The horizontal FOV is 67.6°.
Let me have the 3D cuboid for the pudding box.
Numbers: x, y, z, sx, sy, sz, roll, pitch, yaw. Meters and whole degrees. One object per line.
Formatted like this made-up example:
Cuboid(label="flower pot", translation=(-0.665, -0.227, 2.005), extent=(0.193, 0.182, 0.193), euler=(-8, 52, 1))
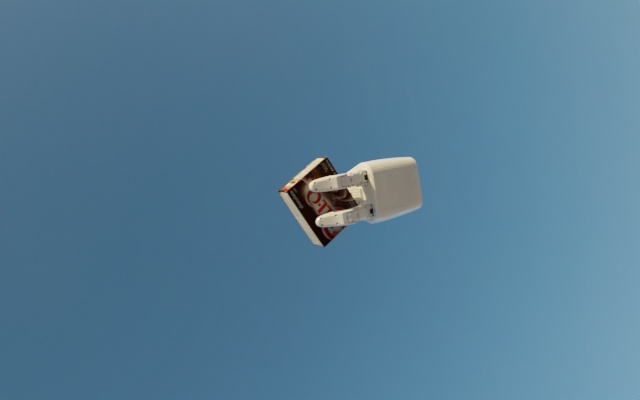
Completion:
Cuboid(label="pudding box", translation=(0.000, 0.002, 0.748), extent=(0.090, 0.113, 0.039), euler=(-43, 19, -24))
